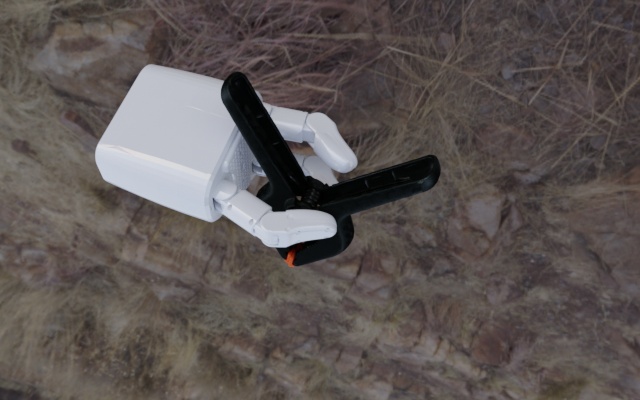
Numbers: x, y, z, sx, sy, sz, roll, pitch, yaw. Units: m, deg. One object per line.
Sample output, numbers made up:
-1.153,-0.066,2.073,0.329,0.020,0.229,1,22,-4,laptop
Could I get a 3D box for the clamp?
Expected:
-0.001,0.002,0.401,0.164,0.036,0.210,21,-35,11,clamp
